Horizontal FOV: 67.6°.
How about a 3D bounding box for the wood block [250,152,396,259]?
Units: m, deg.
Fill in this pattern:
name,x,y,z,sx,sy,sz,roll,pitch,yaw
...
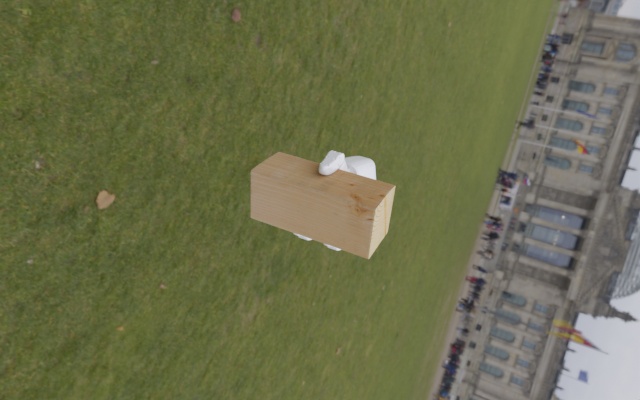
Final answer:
name,x,y,z,sx,sy,sz,roll,pitch,yaw
wood block,0.000,0.002,0.748,0.206,0.091,0.090,17,32,21
